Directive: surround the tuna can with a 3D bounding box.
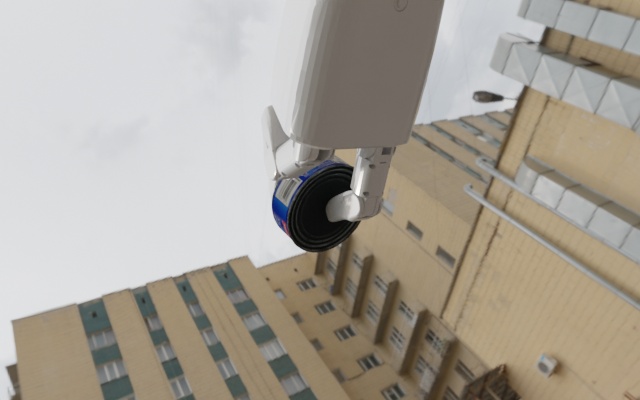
[{"bbox_3d":[0.000,0.001,0.428,0.086,0.086,0.033,0,26,-38],"label":"tuna can"}]
